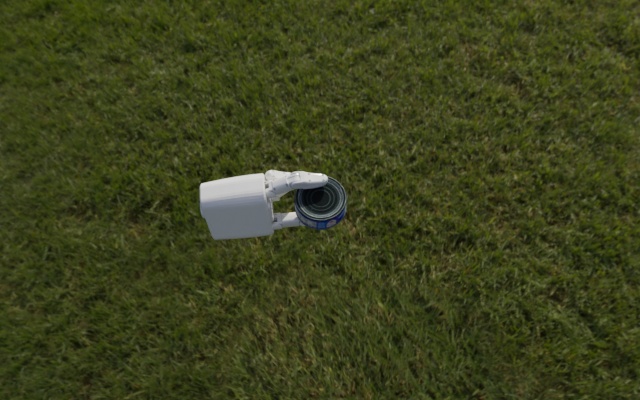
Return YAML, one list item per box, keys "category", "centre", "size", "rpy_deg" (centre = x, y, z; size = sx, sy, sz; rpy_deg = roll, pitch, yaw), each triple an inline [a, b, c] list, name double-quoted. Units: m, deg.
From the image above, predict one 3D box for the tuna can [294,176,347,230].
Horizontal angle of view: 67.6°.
- category: "tuna can"
  centre: [0.000, 0.002, 0.779]
  size: [0.086, 0.086, 0.034]
  rpy_deg: [0, -28, 0]
